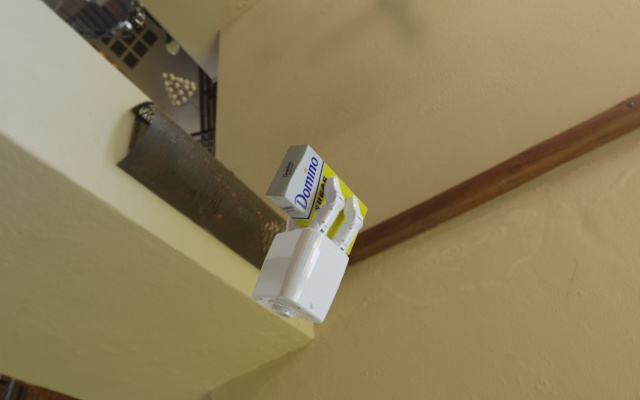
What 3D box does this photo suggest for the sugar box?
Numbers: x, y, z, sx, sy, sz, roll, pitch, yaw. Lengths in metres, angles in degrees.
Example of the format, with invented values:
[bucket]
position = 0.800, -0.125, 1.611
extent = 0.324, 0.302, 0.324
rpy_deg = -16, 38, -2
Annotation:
[sugar box]
position = 0.001, 0.003, 0.743
extent = 0.048, 0.093, 0.176
rpy_deg = 3, -31, 40
